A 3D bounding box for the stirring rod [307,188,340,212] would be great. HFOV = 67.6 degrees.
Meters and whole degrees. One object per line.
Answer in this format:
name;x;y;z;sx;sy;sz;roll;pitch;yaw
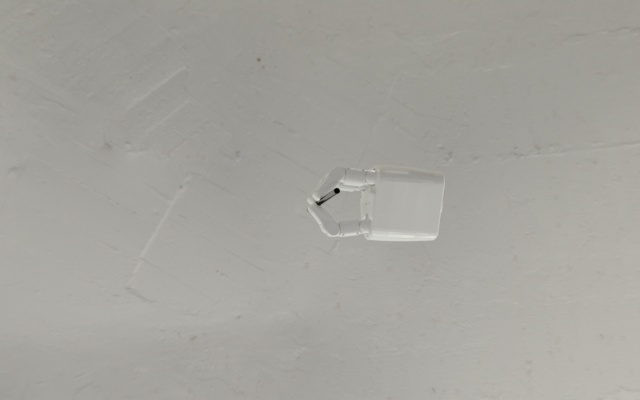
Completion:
stirring rod;0.000;0.002;0.698;0.011;0.011;0.239;0;-7;-10
